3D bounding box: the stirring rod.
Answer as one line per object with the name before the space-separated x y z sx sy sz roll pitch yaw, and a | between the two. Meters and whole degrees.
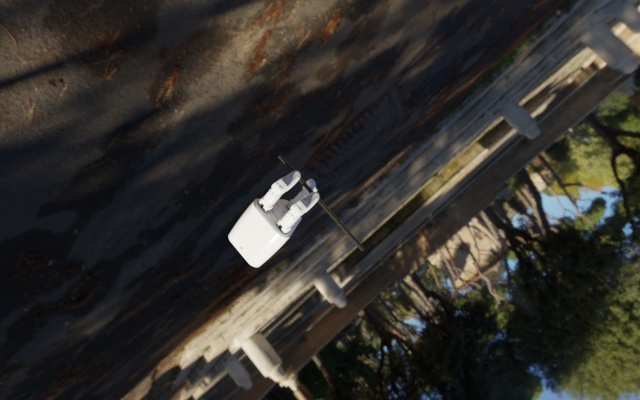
stirring rod | 0.000 0.003 0.898 0.011 0.239 0.011 -40 -10 -9
